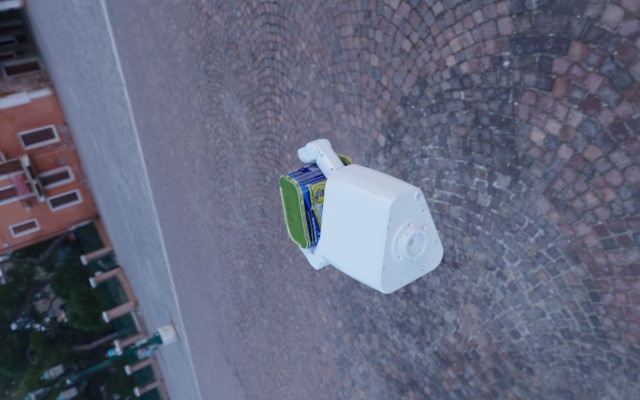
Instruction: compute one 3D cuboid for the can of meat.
[{"bbox_3d":[0.000,0.002,0.602,0.084,0.102,0.057,-22,28,-27],"label":"can of meat"}]
